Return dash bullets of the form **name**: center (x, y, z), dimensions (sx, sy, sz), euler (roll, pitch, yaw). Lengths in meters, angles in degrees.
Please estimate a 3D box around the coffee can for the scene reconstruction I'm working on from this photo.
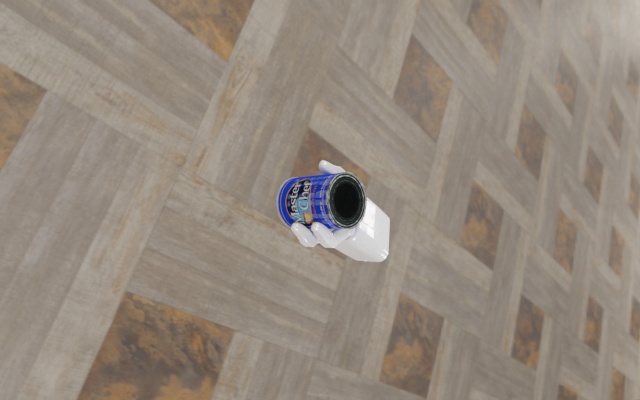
- **coffee can**: center (0.000, 0.003, 0.887), dimensions (0.103, 0.103, 0.140), euler (0, -2, -43)
